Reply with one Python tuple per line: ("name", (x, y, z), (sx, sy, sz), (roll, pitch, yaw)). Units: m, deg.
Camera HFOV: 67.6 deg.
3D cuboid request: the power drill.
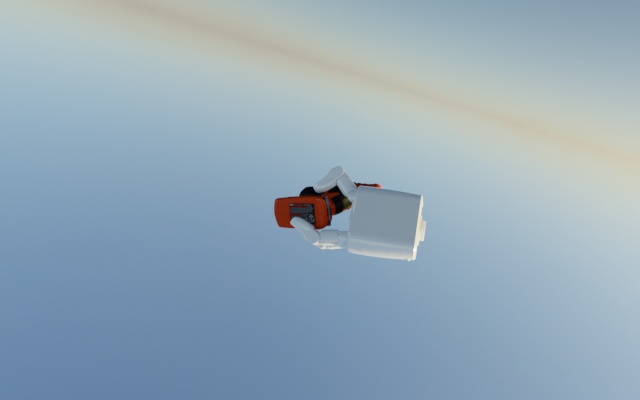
("power drill", (0.000, 0.003, 0.876), (0.184, 0.057, 0.187), (-2, 11, 34))
